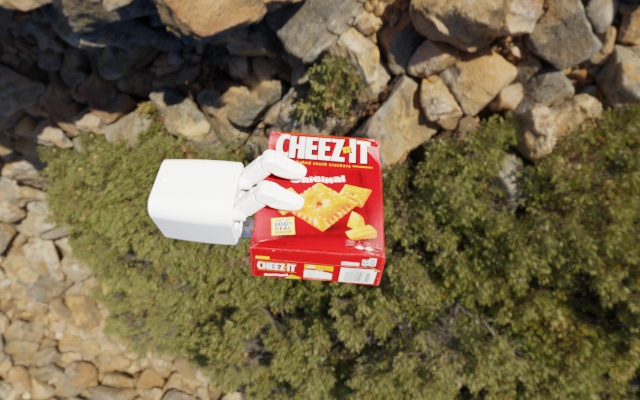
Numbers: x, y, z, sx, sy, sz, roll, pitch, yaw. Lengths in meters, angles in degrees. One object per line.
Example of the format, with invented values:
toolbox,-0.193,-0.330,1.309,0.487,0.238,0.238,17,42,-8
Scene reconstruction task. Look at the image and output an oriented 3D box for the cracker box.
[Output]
cracker box,0.000,0.002,0.647,0.164,0.213,0.072,5,-41,-1
